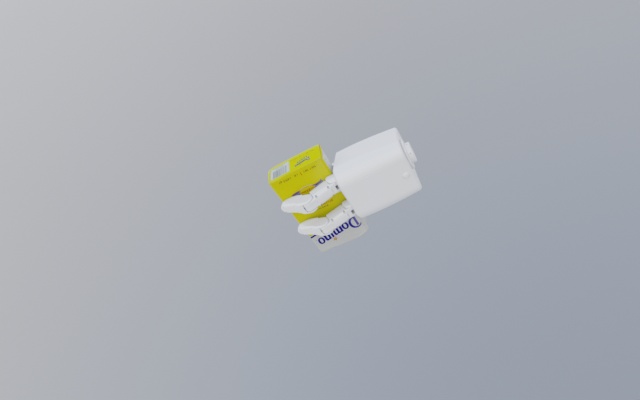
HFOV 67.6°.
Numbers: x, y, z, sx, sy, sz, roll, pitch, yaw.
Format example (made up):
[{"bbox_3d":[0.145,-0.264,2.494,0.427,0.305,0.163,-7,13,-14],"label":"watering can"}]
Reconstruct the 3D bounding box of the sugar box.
[{"bbox_3d":[0.000,0.003,0.768,0.093,0.176,0.048,-25,35,14],"label":"sugar box"}]
